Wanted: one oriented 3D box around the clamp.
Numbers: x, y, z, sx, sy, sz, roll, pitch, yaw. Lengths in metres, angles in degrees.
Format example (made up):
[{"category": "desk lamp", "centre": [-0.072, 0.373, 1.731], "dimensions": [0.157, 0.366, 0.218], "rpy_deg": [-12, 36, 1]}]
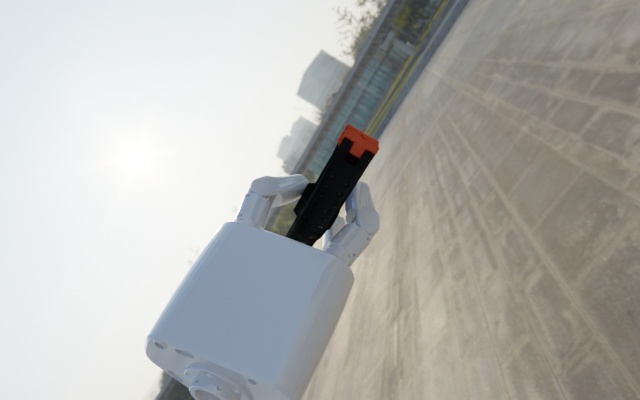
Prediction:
[{"category": "clamp", "centre": [-0.001, 0.001, 0.428], "dimensions": [0.036, 0.164, 0.210], "rpy_deg": [29, -43, -2]}]
